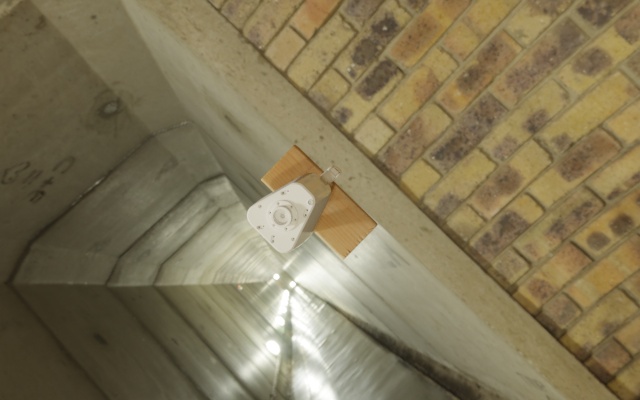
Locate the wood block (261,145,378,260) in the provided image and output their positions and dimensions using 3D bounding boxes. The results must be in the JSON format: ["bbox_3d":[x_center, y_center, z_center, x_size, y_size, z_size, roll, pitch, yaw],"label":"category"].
[{"bbox_3d":[0.000,0.003,0.887,0.206,0.091,0.090,45,3,2],"label":"wood block"}]
